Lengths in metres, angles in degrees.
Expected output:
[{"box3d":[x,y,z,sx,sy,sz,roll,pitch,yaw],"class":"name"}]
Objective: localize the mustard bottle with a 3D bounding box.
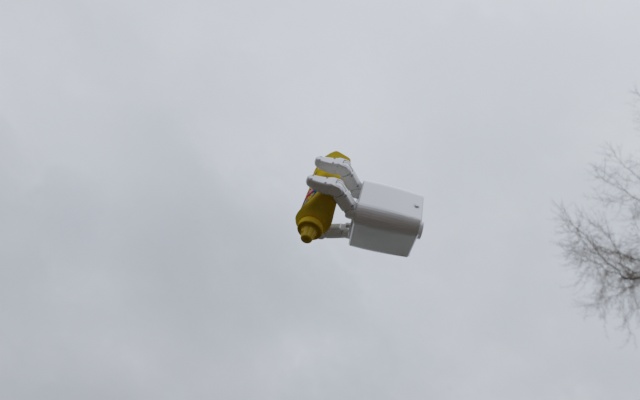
[{"box3d":[0.000,0.002,0.807,0.058,0.191,0.096,31,-50,-9],"class":"mustard bottle"}]
